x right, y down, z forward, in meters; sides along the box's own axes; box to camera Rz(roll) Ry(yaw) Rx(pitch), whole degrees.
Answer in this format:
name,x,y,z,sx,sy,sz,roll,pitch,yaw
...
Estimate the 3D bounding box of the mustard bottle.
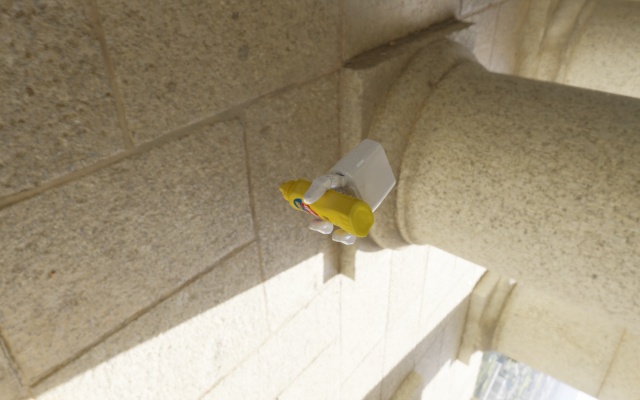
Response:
name,x,y,z,sx,sy,sz,roll,pitch,yaw
mustard bottle,0.000,0.003,0.872,0.191,0.058,0.096,23,-12,33
